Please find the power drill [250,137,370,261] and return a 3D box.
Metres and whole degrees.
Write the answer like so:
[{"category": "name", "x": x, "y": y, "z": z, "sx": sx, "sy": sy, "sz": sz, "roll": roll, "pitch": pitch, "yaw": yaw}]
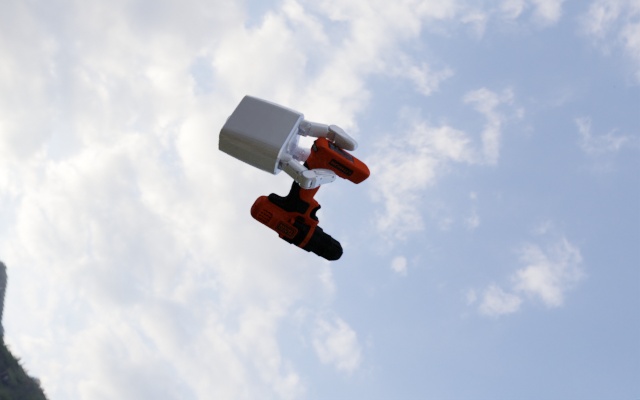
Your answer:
[{"category": "power drill", "x": 0.000, "y": 0.002, "z": 0.810, "sx": 0.184, "sy": 0.188, "sz": 0.057, "roll": 31, "pitch": 20, "yaw": -17}]
